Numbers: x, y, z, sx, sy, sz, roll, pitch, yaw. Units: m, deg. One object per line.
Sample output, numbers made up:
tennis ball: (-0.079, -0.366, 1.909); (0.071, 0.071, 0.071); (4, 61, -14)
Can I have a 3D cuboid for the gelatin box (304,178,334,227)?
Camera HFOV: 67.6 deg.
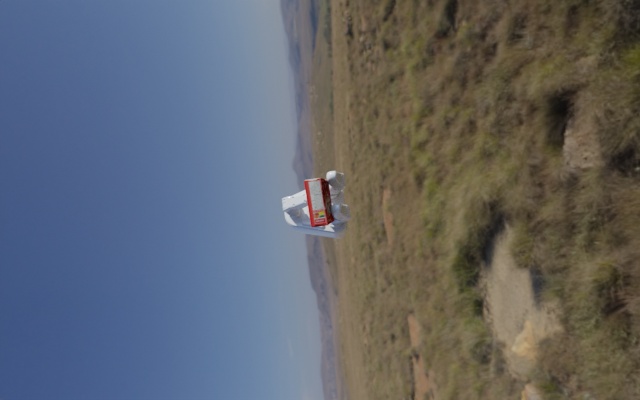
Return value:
gelatin box: (0.000, 0.003, 0.763); (0.030, 0.073, 0.089); (-8, 0, 9)
